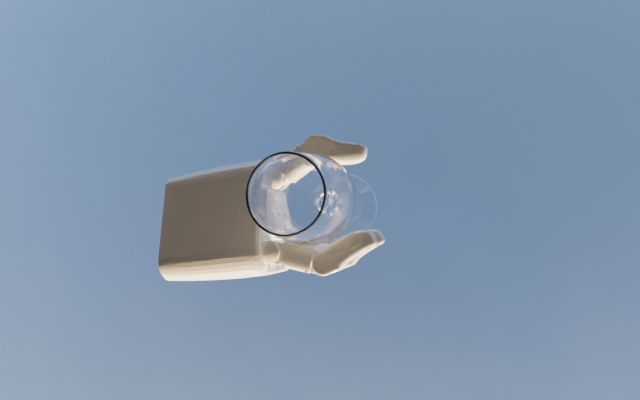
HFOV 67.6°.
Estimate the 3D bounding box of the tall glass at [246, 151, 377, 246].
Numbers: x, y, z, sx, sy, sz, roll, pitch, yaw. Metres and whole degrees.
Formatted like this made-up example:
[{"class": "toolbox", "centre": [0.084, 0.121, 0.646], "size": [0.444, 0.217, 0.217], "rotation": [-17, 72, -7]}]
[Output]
[{"class": "tall glass", "centre": [0.000, 0.001, 0.438], "size": [0.079, 0.079, 0.201], "rotation": [0, -4, 15]}]
